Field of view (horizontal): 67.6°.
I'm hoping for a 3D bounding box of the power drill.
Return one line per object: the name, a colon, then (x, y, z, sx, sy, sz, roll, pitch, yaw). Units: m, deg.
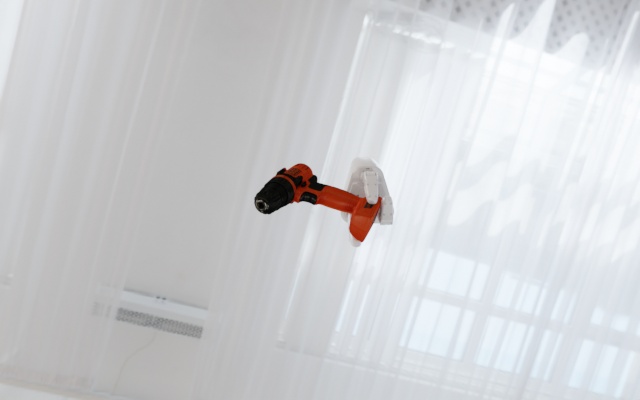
power drill: (0.001, 0.003, 0.800, 0.187, 0.057, 0.184, 23, 27, 11)
